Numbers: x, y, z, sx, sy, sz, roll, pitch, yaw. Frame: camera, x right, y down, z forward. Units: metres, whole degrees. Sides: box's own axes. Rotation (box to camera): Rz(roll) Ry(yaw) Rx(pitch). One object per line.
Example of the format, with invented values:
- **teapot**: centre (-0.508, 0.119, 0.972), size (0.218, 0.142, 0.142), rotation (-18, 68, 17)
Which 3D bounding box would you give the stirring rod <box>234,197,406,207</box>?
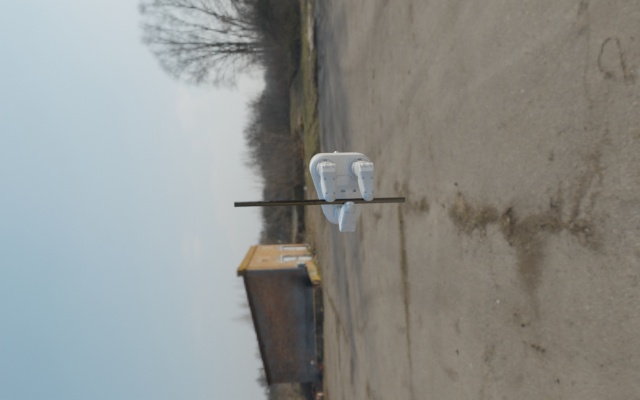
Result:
- **stirring rod**: centre (0.000, 0.002, 0.672), size (0.239, 0.011, 0.011), rotation (-2, 0, -4)
